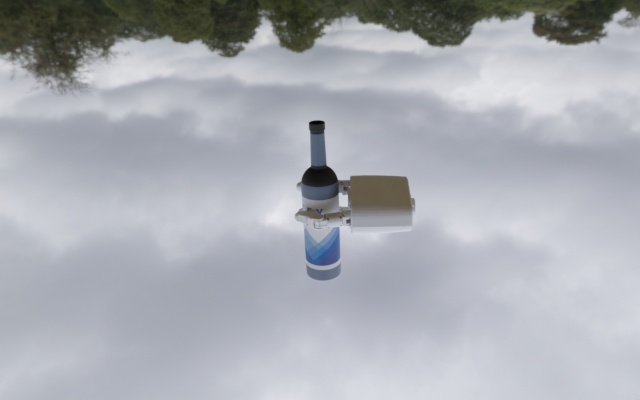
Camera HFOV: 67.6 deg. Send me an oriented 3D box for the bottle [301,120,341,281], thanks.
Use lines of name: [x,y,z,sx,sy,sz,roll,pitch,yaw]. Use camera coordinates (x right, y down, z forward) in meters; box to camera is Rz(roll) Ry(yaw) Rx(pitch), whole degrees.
bottle: [0.000,0.003,0.857,0.069,0.296,0.069,-2,25,1]
